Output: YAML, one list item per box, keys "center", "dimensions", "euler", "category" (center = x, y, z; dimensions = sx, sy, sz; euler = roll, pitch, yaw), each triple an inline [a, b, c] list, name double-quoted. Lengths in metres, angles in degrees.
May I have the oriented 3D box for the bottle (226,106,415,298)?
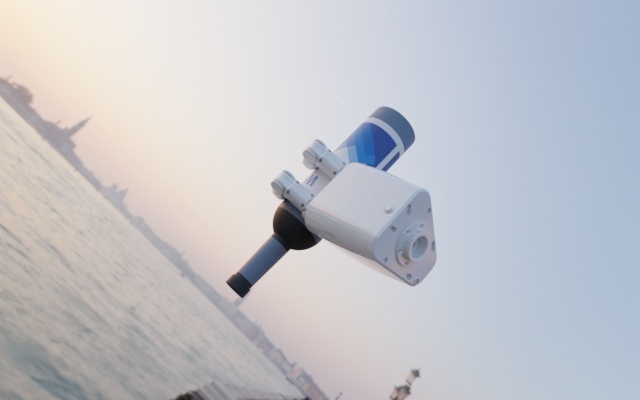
- center: [0.000, 0.002, 0.586]
  dimensions: [0.295, 0.069, 0.069]
  euler: [-45, 17, -17]
  category: "bottle"
